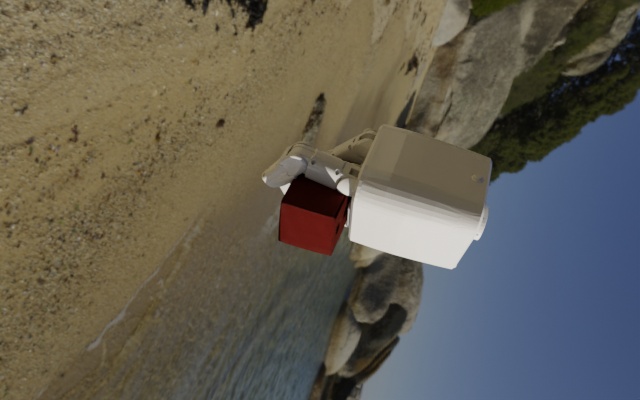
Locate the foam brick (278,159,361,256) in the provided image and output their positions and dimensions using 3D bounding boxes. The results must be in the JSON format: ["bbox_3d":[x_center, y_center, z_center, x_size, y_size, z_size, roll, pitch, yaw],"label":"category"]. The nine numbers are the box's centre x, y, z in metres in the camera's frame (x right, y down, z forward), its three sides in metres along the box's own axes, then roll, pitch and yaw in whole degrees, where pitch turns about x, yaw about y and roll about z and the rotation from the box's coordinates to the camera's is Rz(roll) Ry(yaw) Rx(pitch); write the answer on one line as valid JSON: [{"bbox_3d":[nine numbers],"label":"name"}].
[{"bbox_3d":[0.000,0.002,0.437,0.051,0.053,0.078,18,47,10],"label":"foam brick"}]
